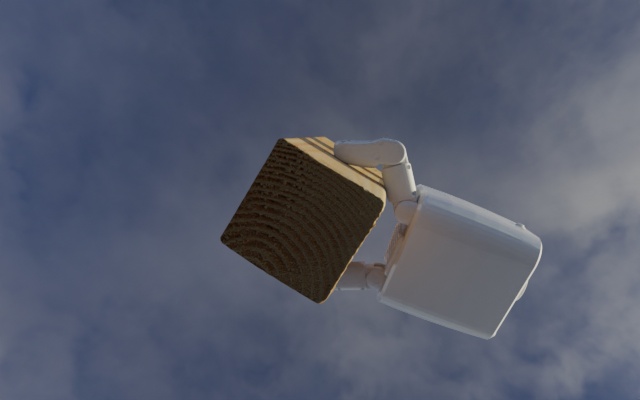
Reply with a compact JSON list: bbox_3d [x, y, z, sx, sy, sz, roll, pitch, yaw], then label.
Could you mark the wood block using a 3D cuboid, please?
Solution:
[{"bbox_3d":[0.000,0.002,0.433,0.090,0.091,0.206,32,11,3],"label":"wood block"}]
